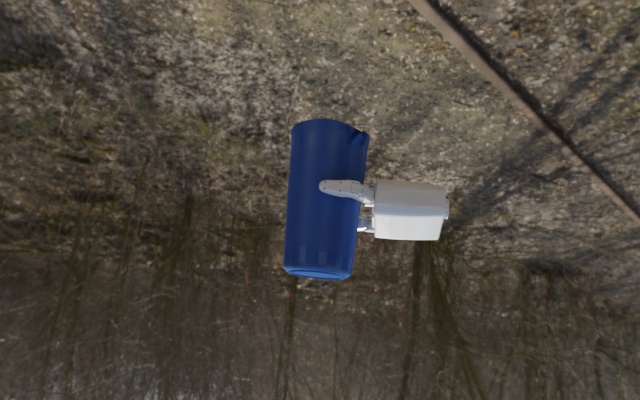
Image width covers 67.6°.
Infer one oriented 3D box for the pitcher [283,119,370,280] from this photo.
[{"bbox_3d":[0.000,0.003,0.782,0.145,0.242,0.149,4,-15,9],"label":"pitcher"}]
